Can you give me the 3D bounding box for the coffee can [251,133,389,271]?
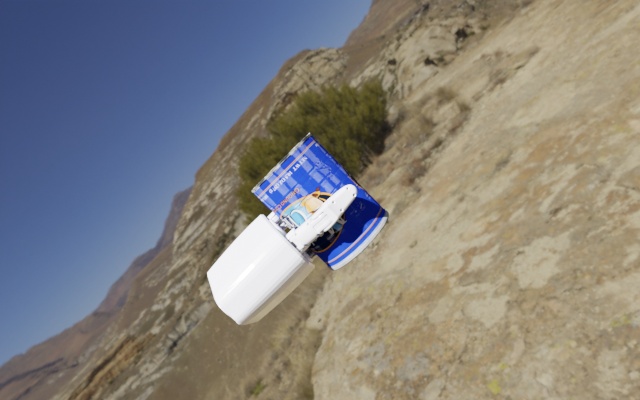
[{"bbox_3d":[0.000,0.002,0.593,0.103,0.140,0.103,-44,6,6],"label":"coffee can"}]
